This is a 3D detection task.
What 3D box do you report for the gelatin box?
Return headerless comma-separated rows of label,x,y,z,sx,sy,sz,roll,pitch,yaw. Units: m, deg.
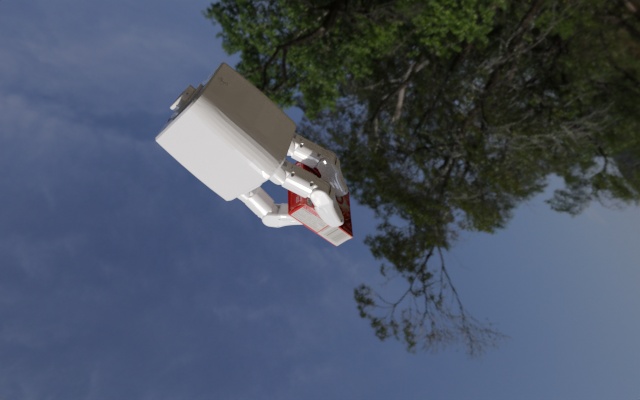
gelatin box,0.000,0.002,0.571,0.030,0.073,0.089,-31,-49,29
